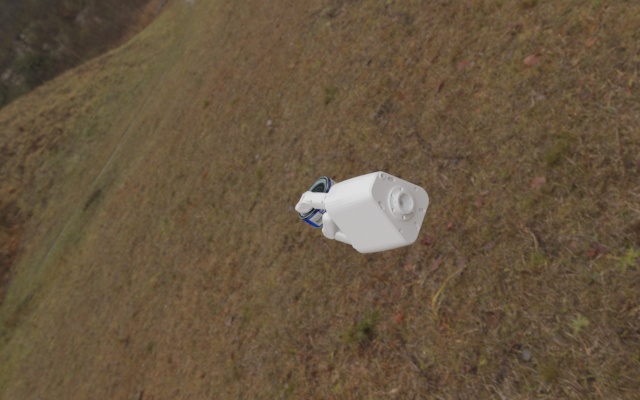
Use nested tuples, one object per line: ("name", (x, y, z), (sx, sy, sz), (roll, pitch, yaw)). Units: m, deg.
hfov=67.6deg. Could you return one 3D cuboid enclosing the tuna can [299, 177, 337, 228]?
("tuna can", (0.000, 0.002, 0.816), (0.034, 0.086, 0.086), (32, -13, -21))
